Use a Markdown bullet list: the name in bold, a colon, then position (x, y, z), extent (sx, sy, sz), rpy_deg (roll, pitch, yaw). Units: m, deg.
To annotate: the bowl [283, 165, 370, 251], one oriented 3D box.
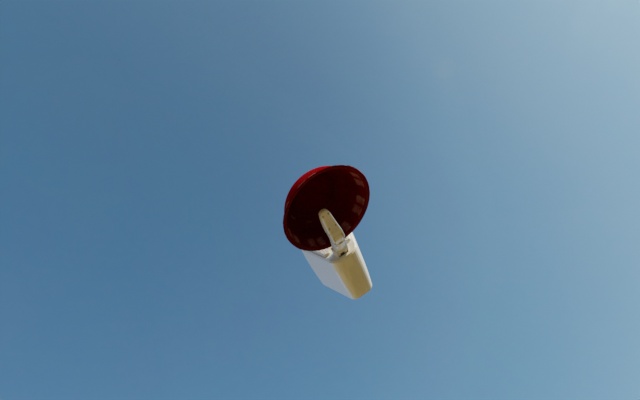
- **bowl**: position (0.000, 0.001, 0.787), extent (0.162, 0.162, 0.055), rpy_deg (0, 30, -35)
